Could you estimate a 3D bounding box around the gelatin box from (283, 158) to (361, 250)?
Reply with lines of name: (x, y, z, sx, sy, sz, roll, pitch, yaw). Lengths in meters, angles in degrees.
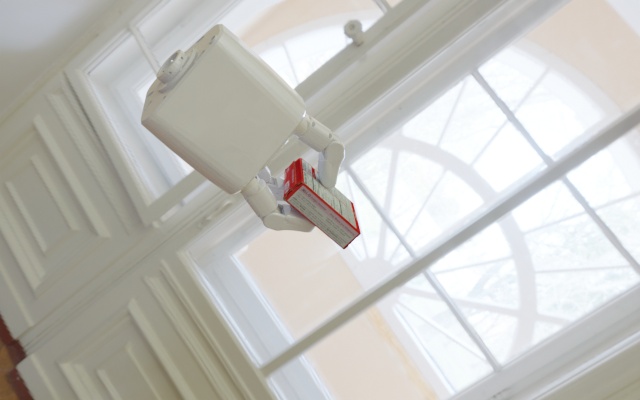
gelatin box: (0.001, 0.002, 0.514, 0.089, 0.030, 0.073, 40, 17, -19)
